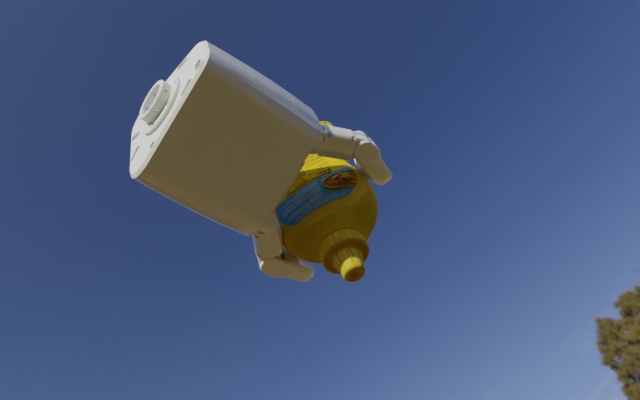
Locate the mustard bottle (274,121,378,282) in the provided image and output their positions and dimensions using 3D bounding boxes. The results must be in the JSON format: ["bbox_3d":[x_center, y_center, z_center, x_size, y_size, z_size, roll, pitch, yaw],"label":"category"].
[{"bbox_3d":[0.000,0.001,0.445,0.096,0.058,0.191,-28,40,3],"label":"mustard bottle"}]
